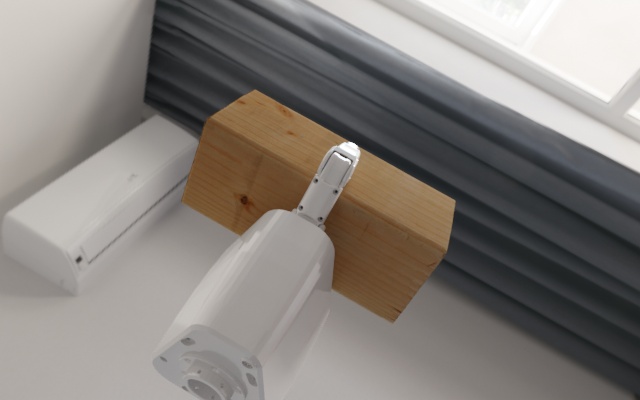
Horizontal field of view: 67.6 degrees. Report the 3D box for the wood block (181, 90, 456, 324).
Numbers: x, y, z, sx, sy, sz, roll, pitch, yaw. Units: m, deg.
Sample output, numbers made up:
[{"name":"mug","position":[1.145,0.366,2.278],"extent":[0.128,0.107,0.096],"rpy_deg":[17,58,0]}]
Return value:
[{"name":"wood block","position":[0.000,0.001,0.413],"extent":[0.206,0.091,0.090],"rpy_deg":[30,33,3]}]
